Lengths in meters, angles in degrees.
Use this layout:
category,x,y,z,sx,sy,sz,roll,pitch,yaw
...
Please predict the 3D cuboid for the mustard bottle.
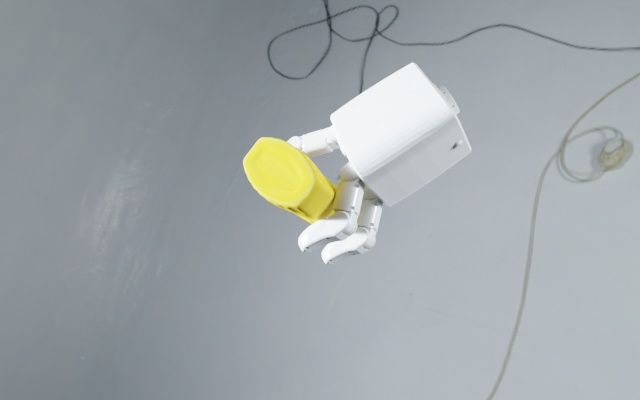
category,x,y,z,sx,sy,sz,roll,pitch,yaw
mustard bottle,0.000,0.002,0.533,0.096,0.058,0.192,37,0,34
